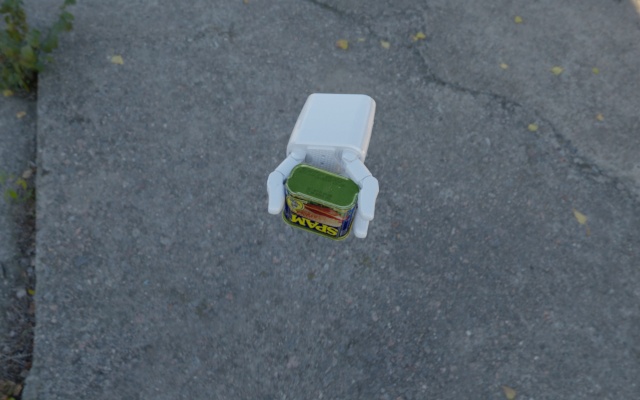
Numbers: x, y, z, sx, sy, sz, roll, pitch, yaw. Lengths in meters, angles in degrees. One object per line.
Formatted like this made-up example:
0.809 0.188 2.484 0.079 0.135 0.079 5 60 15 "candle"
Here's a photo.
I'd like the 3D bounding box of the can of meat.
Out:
0.000 0.002 0.657 0.102 0.057 0.084 18 -32 5 "can of meat"
